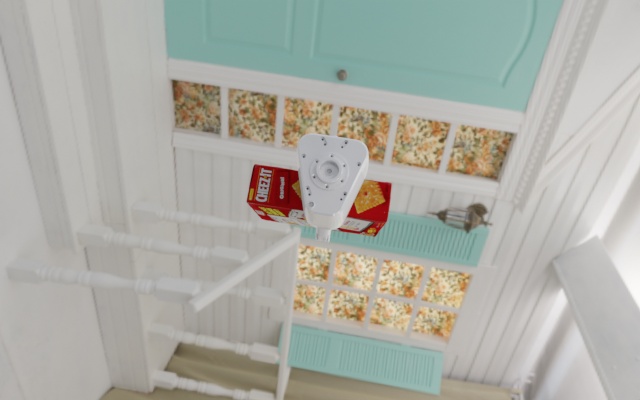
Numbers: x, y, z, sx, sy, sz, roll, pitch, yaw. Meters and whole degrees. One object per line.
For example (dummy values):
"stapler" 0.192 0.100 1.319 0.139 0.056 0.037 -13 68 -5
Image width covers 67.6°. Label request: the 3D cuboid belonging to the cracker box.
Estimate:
"cracker box" 0.000 0.003 0.791 0.213 0.072 0.164 9 -11 3
